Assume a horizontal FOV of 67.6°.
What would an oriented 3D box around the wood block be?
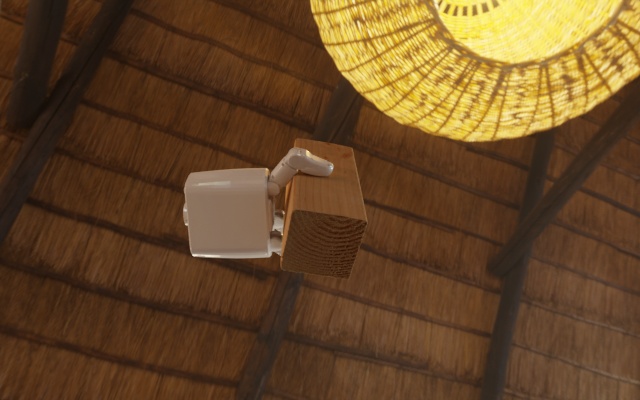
[{"bbox_3d":[0.000,0.002,0.650,0.090,0.091,0.206,9,30,-7],"label":"wood block"}]
